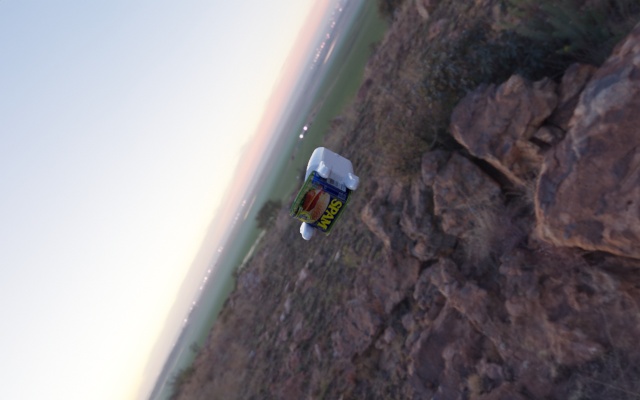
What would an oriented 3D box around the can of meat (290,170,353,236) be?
[{"bbox_3d":[0.000,0.003,0.888,0.084,0.102,0.057,27,31,-8],"label":"can of meat"}]
